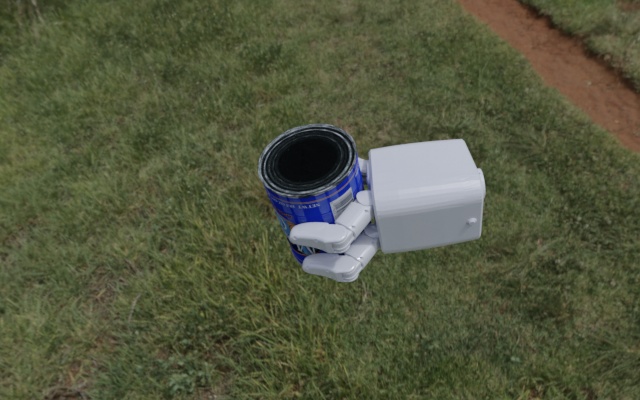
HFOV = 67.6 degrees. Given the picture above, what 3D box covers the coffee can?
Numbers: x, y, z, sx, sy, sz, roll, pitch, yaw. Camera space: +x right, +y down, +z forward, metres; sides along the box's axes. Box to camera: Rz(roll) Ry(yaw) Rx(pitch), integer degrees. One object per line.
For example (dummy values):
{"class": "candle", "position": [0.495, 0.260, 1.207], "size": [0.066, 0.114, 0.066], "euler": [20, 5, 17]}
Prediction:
{"class": "coffee can", "position": [0.000, 0.002, 0.529], "size": [0.103, 0.102, 0.140], "euler": [0, -40, 15]}
